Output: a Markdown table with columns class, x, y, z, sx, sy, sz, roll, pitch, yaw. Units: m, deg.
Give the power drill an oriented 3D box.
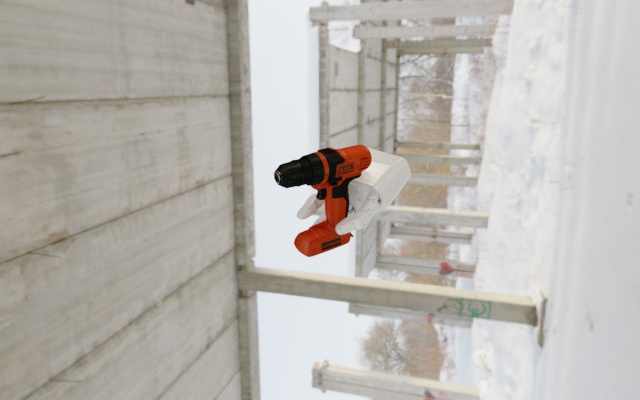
| class | x | y | z | sx | sy | sz | roll | pitch | yaw |
| --- | --- | --- | --- | --- | --- | --- | --- | --- | --- |
| power drill | 0.000 | 0.003 | 0.808 | 0.184 | 0.188 | 0.057 | -15 | 39 | -32 |
